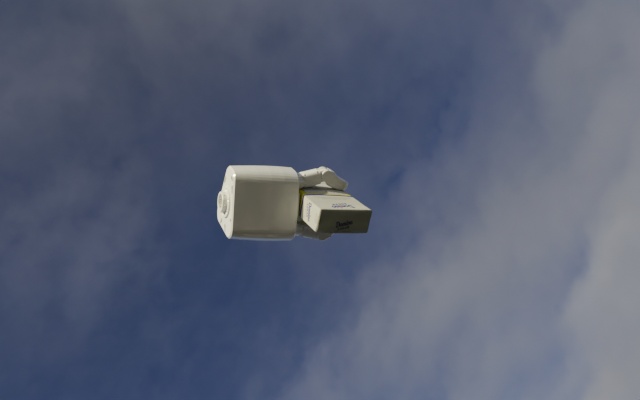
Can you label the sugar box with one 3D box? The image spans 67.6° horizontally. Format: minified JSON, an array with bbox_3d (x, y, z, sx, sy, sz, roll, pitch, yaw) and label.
[{"bbox_3d":[0.000,0.003,0.791,0.093,0.048,0.176,2,21,-27],"label":"sugar box"}]
